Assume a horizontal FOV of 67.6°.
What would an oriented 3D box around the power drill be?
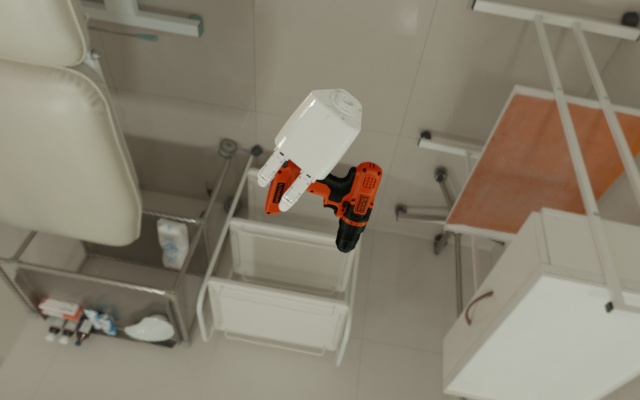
[{"bbox_3d":[0.000,0.002,0.845,0.187,0.184,0.057,11,27,-10],"label":"power drill"}]
